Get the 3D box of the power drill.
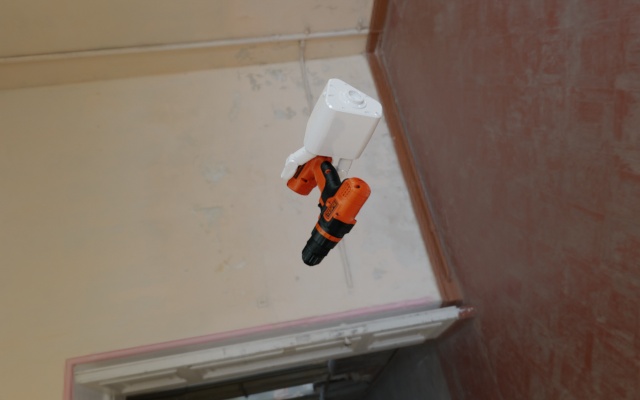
[{"bbox_3d":[0.000,0.002,0.874,0.057,0.184,0.187,20,25,-37],"label":"power drill"}]
